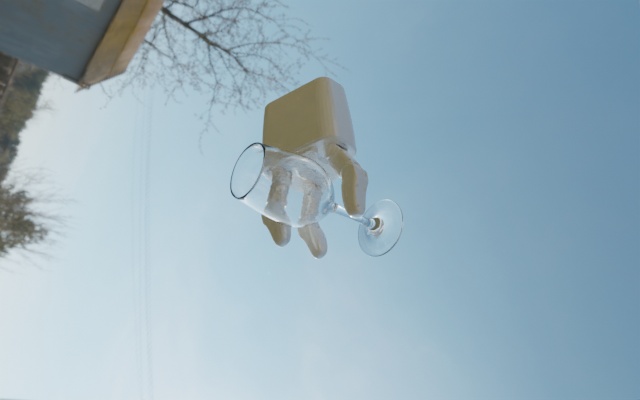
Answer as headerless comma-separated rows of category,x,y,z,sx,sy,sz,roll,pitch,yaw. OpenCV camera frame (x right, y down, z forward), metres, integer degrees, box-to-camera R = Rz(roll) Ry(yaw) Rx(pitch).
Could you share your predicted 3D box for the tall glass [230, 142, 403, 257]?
tall glass,0.001,0.002,0.537,0.201,0.079,0.079,23,-14,-36
